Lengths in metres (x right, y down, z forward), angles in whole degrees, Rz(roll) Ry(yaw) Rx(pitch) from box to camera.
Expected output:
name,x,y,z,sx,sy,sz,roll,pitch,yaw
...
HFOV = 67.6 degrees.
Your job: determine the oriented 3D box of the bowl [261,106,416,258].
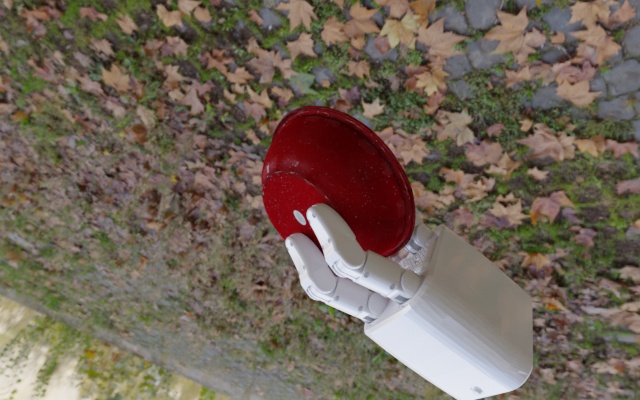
name,x,y,z,sx,sy,sz,roll,pitch,yaw
bowl,-0.001,0.001,0.423,0.162,0.162,0.055,0,31,46
